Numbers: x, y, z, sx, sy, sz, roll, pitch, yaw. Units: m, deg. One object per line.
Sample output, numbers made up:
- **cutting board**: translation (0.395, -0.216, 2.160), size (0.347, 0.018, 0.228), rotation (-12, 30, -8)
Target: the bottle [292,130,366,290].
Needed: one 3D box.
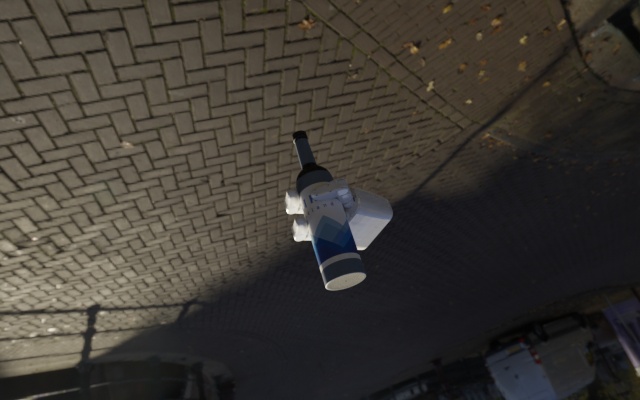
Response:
- **bottle**: translation (0.000, 0.003, 0.810), size (0.069, 0.295, 0.069), rotation (-14, -28, -8)
